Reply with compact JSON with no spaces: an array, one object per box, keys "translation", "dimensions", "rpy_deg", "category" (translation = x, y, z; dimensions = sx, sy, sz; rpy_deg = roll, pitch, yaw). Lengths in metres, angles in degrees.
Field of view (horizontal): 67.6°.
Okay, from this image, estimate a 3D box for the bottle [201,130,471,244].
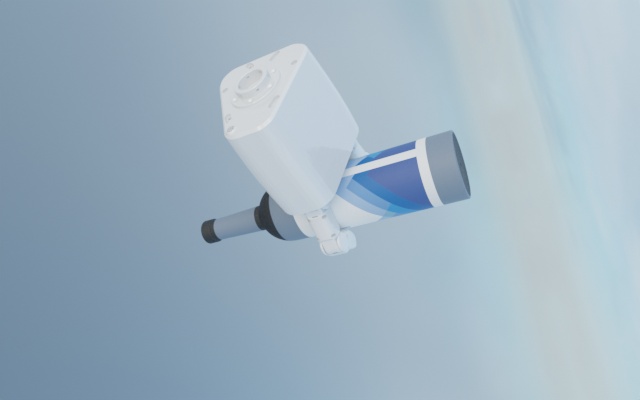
[{"translation":[0.000,0.002,0.500],"dimensions":[0.296,0.069,0.069],"rpy_deg":[-15,-6,23],"category":"bottle"}]
